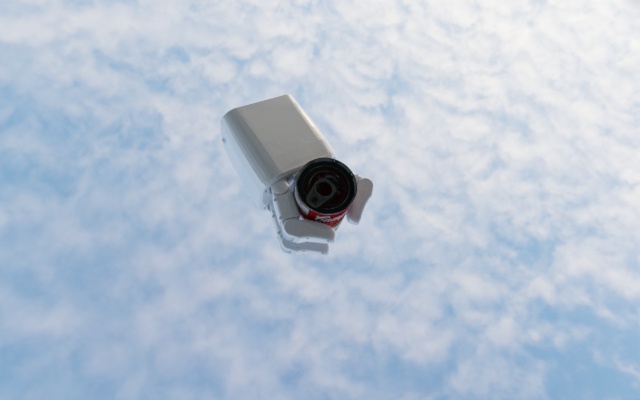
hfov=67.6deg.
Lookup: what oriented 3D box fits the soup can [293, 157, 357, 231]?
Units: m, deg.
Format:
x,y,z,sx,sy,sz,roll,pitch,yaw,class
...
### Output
x,y,z,sx,sy,sz,roll,pitch,yaw,class
0.000,0.002,0.566,0.068,0.068,0.102,0,-21,-8,soup can
